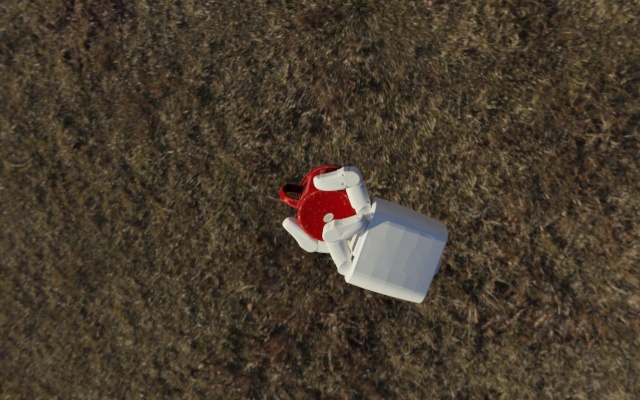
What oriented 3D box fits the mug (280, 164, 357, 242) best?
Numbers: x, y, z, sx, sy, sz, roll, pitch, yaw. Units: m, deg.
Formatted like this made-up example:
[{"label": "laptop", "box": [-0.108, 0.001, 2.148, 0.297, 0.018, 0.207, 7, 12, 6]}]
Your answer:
[{"label": "mug", "box": [-0.001, 0.002, 0.668, 0.117, 0.093, 0.081, 18, 22, -3]}]
